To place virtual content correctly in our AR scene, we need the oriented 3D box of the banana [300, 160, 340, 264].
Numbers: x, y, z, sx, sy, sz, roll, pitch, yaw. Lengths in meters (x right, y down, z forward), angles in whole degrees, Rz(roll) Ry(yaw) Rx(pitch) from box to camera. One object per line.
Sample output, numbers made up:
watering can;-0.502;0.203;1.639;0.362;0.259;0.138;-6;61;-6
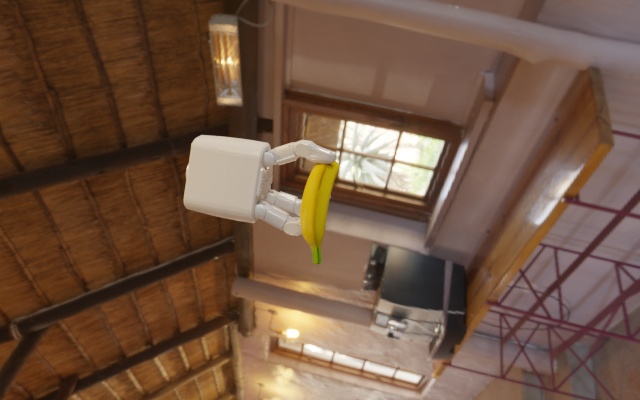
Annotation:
banana;-0.001;-0.009;0.664;0.037;0.070;0.197;6;45;8
